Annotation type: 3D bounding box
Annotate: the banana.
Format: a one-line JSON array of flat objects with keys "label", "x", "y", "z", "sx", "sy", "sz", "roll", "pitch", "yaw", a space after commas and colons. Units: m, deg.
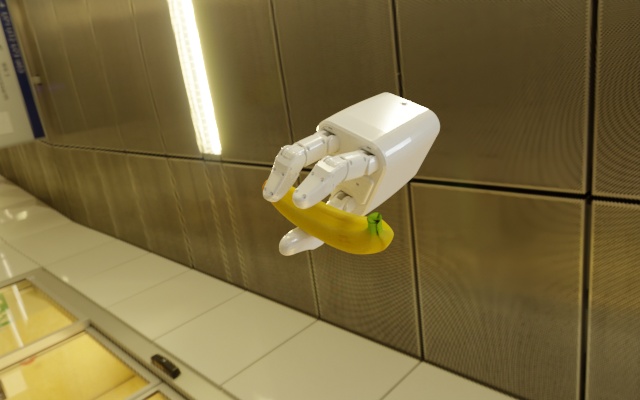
[{"label": "banana", "x": 0.010, "y": 0.017, "z": 0.482, "sx": 0.037, "sy": 0.070, "sz": 0.198, "roll": -41, "pitch": 30, "yaw": -23}]
